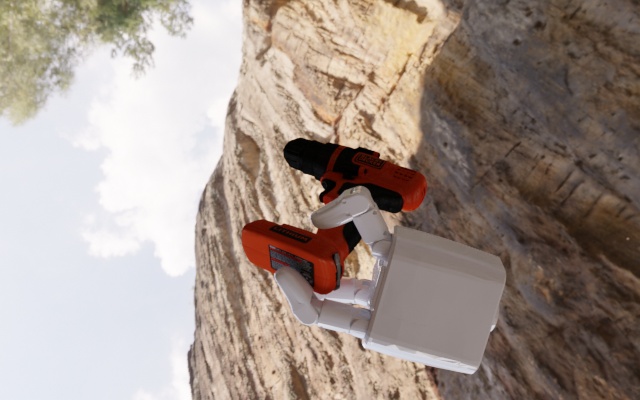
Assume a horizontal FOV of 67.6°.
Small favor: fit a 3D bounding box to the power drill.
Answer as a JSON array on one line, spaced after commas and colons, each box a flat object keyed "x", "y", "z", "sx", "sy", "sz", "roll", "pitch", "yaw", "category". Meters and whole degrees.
[{"x": 0.000, "y": 0.002, "z": 0.518, "sx": 0.184, "sy": 0.057, "sz": 0.187, "roll": 19, "pitch": 46, "yaw": 26, "category": "power drill"}]
